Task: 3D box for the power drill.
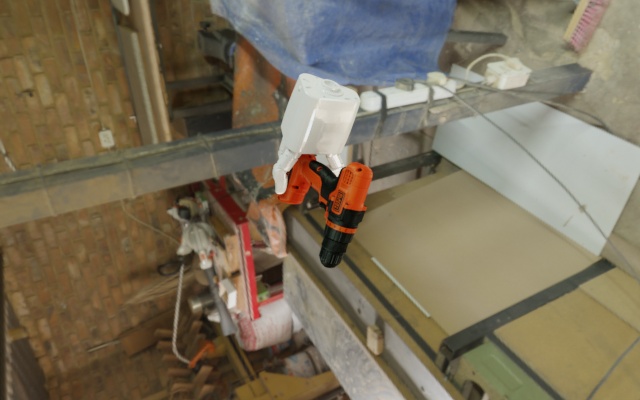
[{"bbox_3d":[0.000,0.002,0.839,0.057,0.184,0.187,8,17,-43],"label":"power drill"}]
